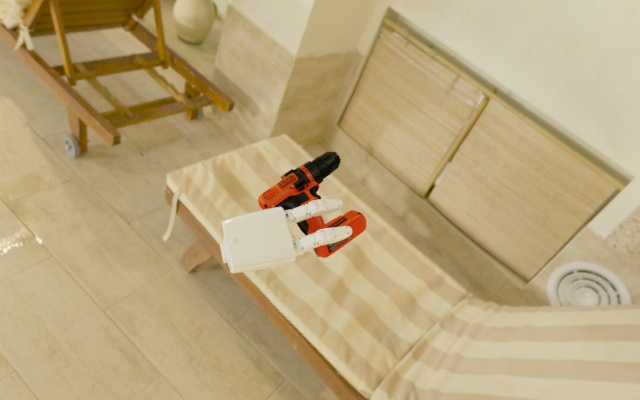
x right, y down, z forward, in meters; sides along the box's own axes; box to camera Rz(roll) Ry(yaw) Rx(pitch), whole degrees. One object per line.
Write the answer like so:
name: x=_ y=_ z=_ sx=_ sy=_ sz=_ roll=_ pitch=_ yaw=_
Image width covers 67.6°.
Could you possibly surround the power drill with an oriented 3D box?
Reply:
power drill: x=0.000 y=0.003 z=0.884 sx=0.184 sy=0.057 sz=0.187 roll=-36 pitch=52 yaw=-11
